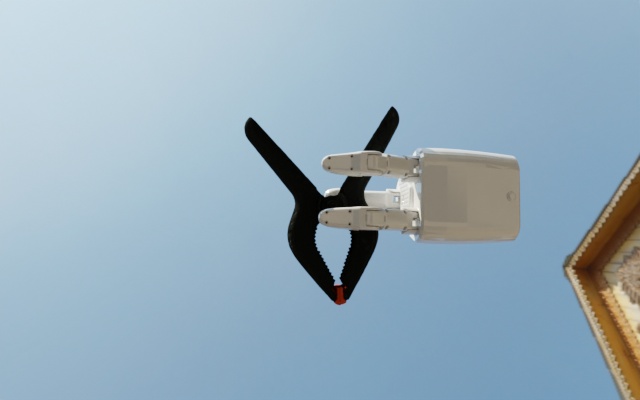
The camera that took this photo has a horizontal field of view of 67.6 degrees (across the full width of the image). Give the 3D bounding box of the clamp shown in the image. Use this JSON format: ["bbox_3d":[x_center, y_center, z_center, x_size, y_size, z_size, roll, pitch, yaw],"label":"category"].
[{"bbox_3d":[0.000,0.002,0.502,0.164,0.210,0.036,2,-5,-2],"label":"clamp"}]
